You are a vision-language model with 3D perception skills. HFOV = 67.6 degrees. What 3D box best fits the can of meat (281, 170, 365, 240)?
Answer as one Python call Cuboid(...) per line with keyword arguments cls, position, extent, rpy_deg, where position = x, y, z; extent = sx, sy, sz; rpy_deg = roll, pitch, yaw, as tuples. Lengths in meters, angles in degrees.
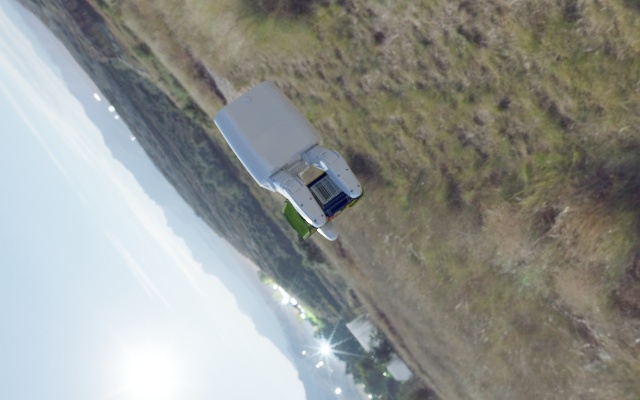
Cuboid(cls="can of meat", position=(0.000, 0.002, 0.604), extent=(0.084, 0.057, 0.102), rpy_deg=(-36, -5, -14))
